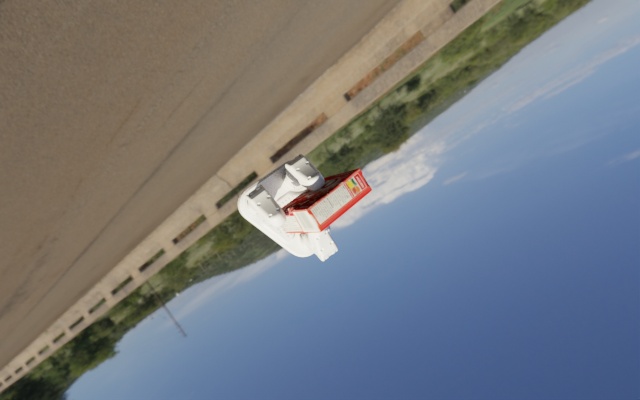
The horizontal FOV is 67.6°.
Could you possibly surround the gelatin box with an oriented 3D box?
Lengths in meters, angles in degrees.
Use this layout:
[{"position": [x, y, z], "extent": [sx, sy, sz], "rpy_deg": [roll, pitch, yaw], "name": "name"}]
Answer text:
[{"position": [0.000, 0.002, 0.498], "extent": [0.073, 0.030, 0.089], "rpy_deg": [-37, 12, -24], "name": "gelatin box"}]
